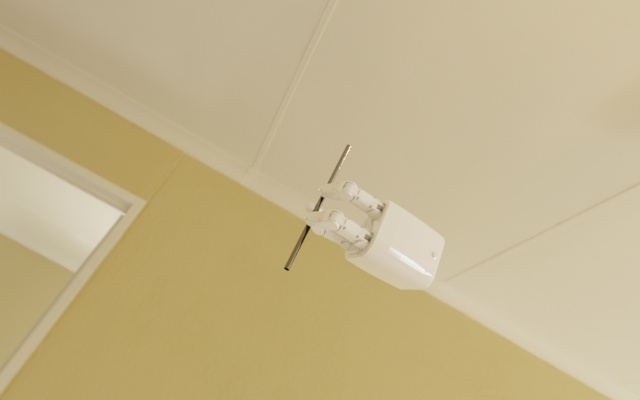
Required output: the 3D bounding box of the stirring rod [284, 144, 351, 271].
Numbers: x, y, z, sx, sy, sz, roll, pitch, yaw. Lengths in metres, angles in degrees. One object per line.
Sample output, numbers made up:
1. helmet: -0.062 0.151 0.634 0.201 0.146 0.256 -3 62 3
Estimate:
1. stirring rod: 0.000 0.002 0.707 0.011 0.239 0.011 18 -34 13
